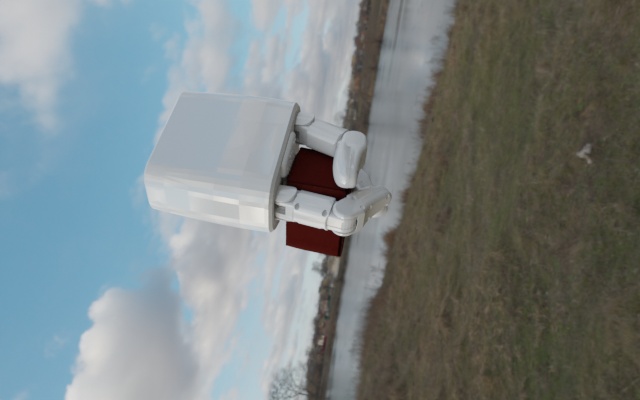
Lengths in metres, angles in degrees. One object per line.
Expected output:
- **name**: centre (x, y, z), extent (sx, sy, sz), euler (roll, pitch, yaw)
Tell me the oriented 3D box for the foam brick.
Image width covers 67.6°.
- **foam brick**: centre (0.000, 0.002, 0.421), extent (0.051, 0.078, 0.053), euler (9, 40, 5)
